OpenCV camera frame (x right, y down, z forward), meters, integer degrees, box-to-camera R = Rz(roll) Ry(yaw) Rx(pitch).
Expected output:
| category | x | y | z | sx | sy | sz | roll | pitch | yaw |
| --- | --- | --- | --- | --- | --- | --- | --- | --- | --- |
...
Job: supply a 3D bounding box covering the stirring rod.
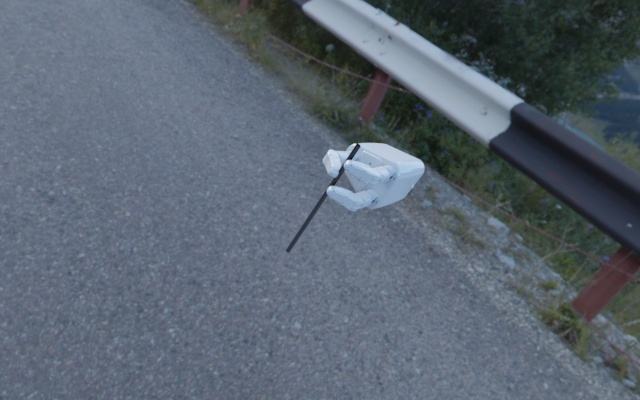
| category | x | y | z | sx | sy | sz | roll | pitch | yaw |
| --- | --- | --- | --- | --- | --- | --- | --- | --- | --- |
| stirring rod | 0.000 | 0.003 | 0.788 | 0.011 | 0.240 | 0.011 | 25 | 31 | -16 |
